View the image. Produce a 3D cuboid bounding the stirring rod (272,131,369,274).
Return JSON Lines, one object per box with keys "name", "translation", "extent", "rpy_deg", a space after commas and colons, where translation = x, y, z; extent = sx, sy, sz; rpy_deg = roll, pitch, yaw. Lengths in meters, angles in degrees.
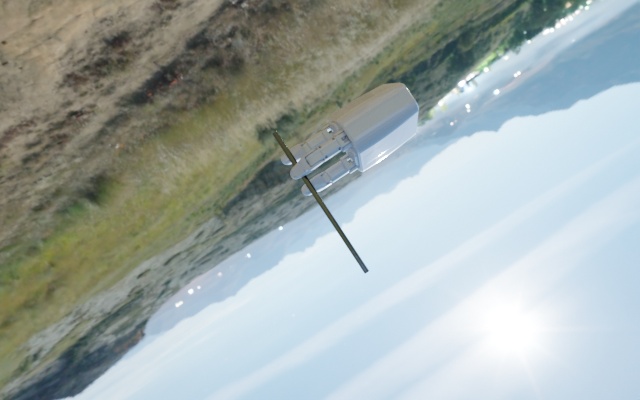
{"name": "stirring rod", "translation": [0.000, 0.002, 0.685], "extent": [0.011, 0.239, 0.011], "rpy_deg": [-33, -1, -1]}
